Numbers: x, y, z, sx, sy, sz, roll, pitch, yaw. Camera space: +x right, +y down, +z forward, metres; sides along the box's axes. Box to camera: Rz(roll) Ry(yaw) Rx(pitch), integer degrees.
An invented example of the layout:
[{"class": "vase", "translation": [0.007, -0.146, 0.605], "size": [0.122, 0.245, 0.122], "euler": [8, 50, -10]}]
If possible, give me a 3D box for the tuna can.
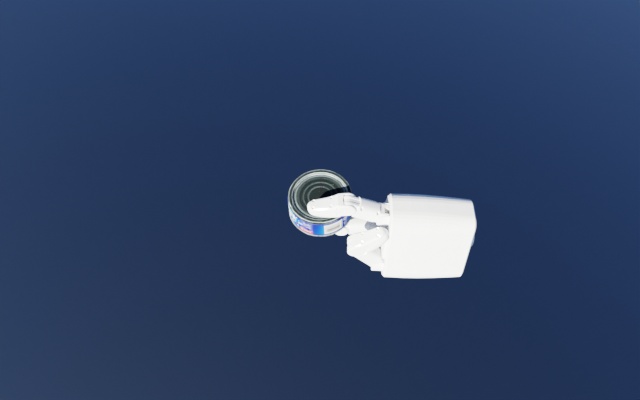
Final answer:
[{"class": "tuna can", "translation": [0.000, 0.002, 0.625], "size": [0.086, 0.086, 0.034], "euler": [0, -32, 2]}]
